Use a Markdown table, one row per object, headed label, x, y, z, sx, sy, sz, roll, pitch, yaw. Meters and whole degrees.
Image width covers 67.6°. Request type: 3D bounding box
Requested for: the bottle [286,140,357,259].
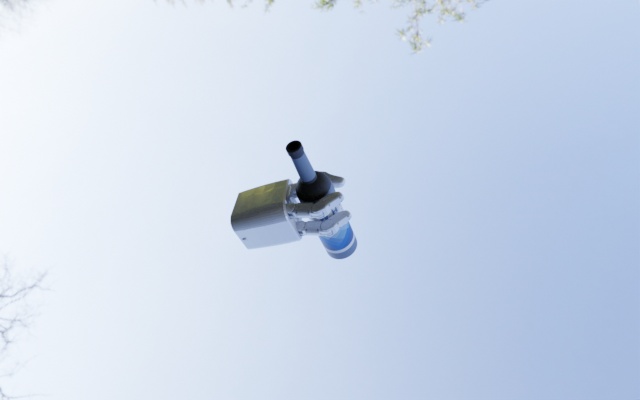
| label | x | y | z | sx | sy | sz | roll | pitch | yaw |
| --- | --- | --- | --- | --- | --- | --- | --- | --- | --- |
| bottle | 0.000 | 0.003 | 0.869 | 0.069 | 0.069 | 0.296 | 0 | -37 | 22 |
